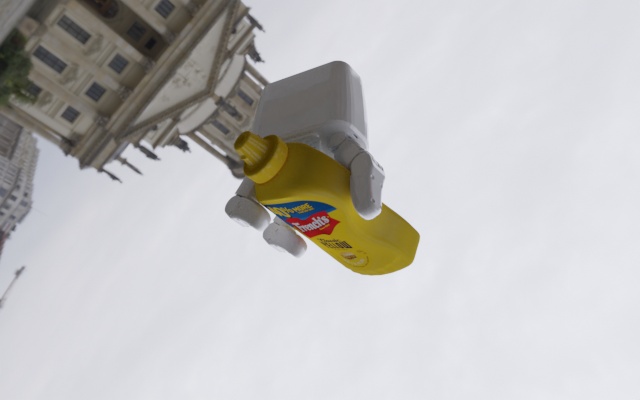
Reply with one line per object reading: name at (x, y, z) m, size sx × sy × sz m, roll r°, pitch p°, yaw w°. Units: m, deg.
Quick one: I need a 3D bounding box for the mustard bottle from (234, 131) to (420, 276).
mustard bottle at (0.000, 0.002, 0.425) m, size 0.096 × 0.058 × 0.192 m, roll -5°, pitch -35°, yaw 47°
